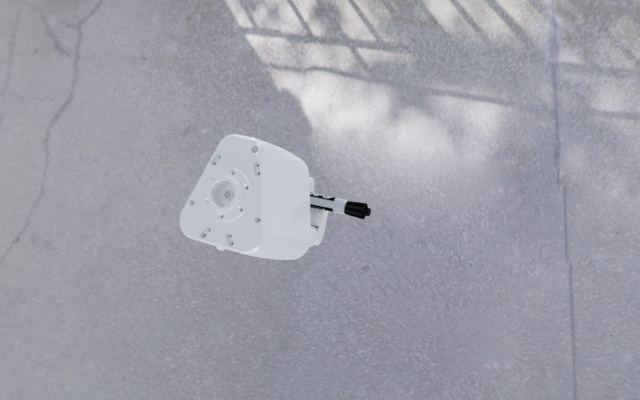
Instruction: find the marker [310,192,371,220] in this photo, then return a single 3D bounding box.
[{"bbox_3d":[0.000,0.002,0.556,0.121,0.020,0.020,12,4,20],"label":"marker"}]
